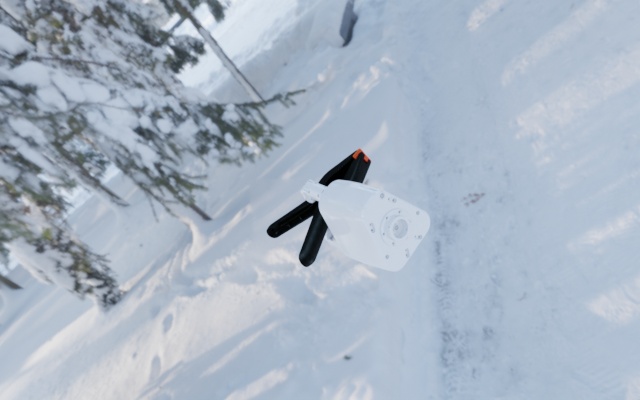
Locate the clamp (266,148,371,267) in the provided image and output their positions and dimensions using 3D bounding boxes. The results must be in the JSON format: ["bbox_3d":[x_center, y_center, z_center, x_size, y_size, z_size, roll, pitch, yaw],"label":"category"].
[{"bbox_3d":[0.000,0.002,0.771,0.036,0.210,0.164,44,-15,-28],"label":"clamp"}]
